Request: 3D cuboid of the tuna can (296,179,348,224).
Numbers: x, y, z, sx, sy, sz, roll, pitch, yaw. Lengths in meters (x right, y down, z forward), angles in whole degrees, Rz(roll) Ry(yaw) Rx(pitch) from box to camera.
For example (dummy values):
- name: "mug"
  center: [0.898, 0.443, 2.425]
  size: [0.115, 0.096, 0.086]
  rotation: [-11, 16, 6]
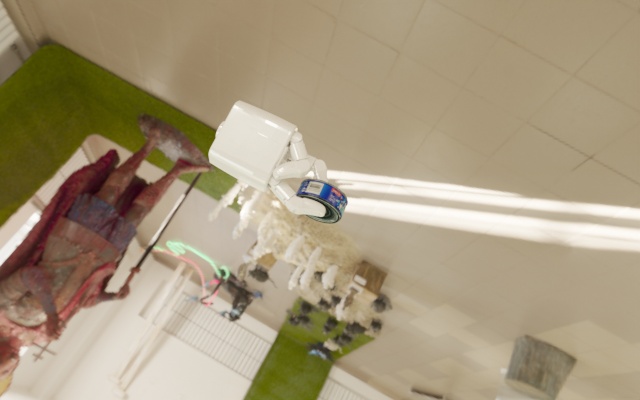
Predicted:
- name: "tuna can"
  center: [0.000, 0.003, 0.790]
  size: [0.086, 0.033, 0.086]
  rotation: [19, -27, 10]
